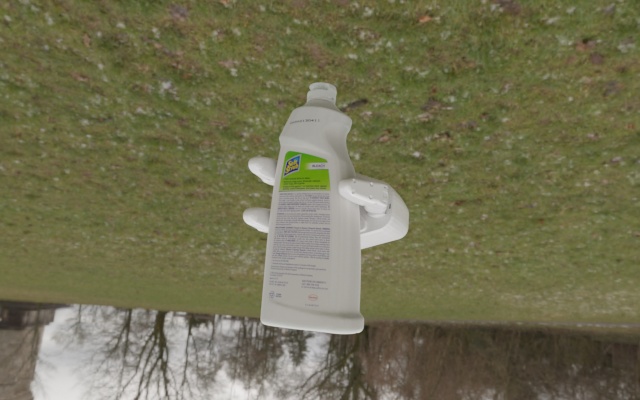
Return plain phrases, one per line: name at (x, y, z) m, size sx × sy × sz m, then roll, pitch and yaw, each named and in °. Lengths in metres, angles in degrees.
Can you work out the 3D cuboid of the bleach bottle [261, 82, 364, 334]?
bleach bottle at (0.000, 0.002, 0.488) m, size 0.102 × 0.250 × 0.068 m, roll 1°, pitch -11°, yaw 21°
